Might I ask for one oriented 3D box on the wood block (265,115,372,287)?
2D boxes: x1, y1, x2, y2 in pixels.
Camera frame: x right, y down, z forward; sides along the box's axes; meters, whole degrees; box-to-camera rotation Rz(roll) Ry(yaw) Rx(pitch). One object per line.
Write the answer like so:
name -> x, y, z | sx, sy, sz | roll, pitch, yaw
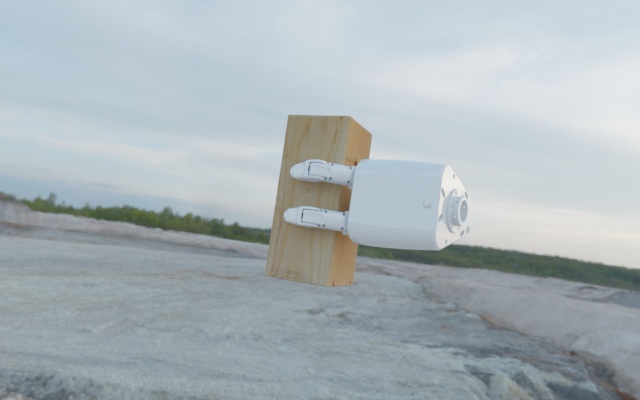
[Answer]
wood block -> 0.001, 0.002, 0.623 | 0.090, 0.206, 0.091 | 6, -6, 25
